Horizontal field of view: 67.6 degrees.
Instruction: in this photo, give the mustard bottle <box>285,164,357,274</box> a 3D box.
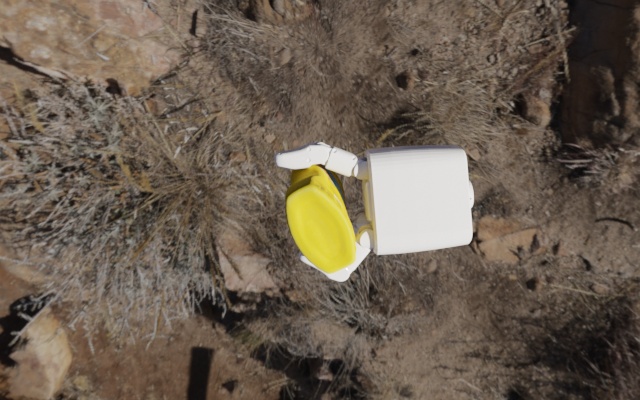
[{"bbox_3d":[0.000,0.002,0.550,0.058,0.096,0.191,-28,16,8],"label":"mustard bottle"}]
